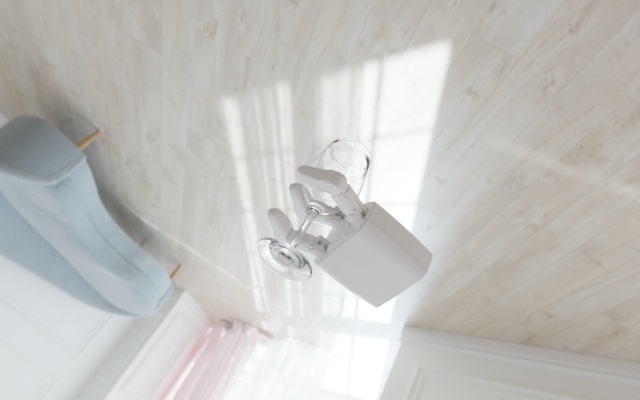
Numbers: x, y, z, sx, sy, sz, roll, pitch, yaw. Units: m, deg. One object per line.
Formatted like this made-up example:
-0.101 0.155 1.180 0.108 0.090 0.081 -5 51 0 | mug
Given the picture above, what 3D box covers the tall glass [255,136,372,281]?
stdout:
0.000 0.002 0.607 0.079 0.079 0.201 0 43 36 | tall glass
